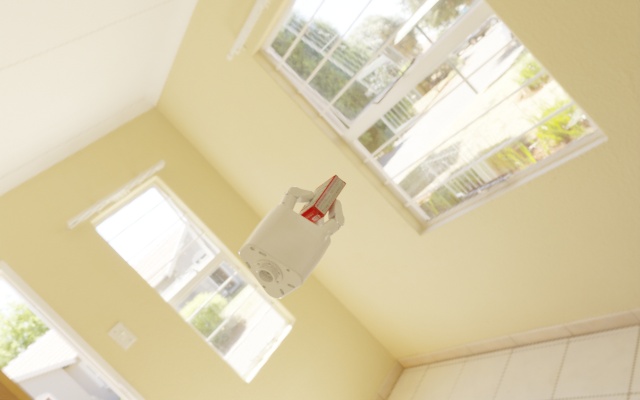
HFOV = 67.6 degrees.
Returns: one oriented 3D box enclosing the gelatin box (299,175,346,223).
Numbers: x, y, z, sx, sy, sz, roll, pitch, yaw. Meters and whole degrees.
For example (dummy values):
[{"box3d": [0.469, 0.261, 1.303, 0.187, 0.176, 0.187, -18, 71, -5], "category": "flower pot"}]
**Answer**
[{"box3d": [0.000, 0.002, 0.865, 0.030, 0.089, 0.073, 41, -35, -10], "category": "gelatin box"}]
